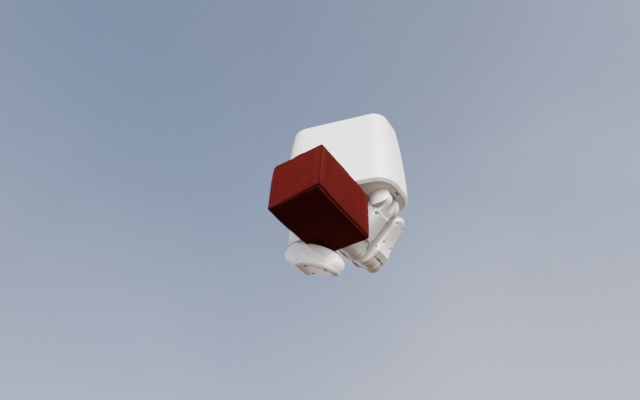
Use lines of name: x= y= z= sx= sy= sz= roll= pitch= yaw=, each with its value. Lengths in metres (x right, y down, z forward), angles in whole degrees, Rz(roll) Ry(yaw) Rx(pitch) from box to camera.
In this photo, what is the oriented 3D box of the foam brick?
foam brick: x=0.000 y=0.001 z=0.410 sx=0.053 sy=0.051 sz=0.078 roll=-23 pitch=-48 yaw=26
